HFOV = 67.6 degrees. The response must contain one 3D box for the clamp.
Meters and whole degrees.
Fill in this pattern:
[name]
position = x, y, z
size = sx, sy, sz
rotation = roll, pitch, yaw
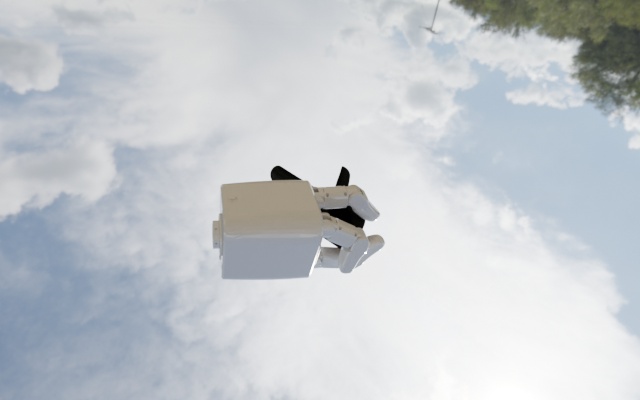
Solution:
[clamp]
position = 0.000, 0.003, 0.632
size = 0.120, 0.039, 0.171
rotation = -1, 35, -14
